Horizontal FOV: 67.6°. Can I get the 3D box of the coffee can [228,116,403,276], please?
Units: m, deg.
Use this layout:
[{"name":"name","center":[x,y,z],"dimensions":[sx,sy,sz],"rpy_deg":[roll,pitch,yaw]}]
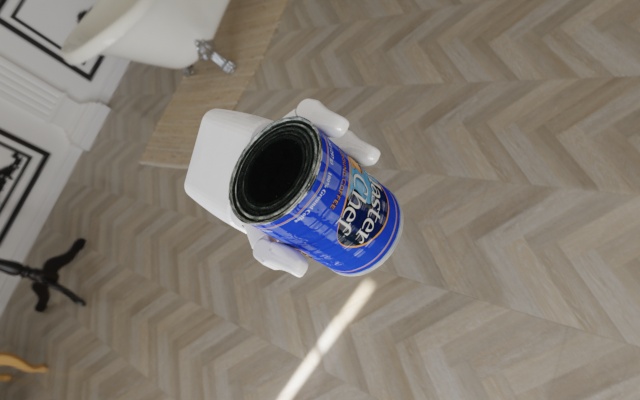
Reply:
[{"name":"coffee can","center":[0.000,0.002,0.449],"dimensions":[0.103,0.102,0.140],"rpy_deg":[0,-24,40]}]
